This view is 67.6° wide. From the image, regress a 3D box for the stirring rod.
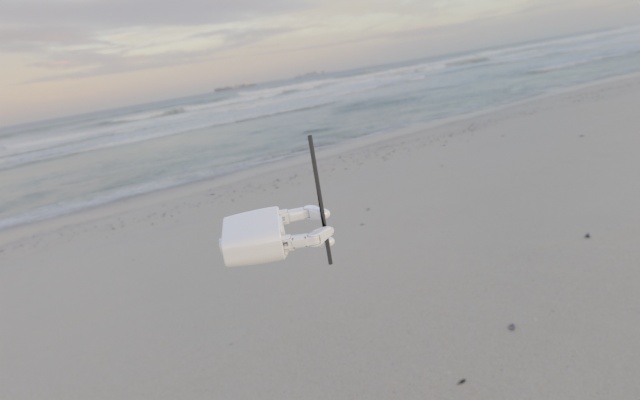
[{"bbox_3d":[0.000,0.003,0.854,0.011,0.239,0.011,-9,15,2],"label":"stirring rod"}]
